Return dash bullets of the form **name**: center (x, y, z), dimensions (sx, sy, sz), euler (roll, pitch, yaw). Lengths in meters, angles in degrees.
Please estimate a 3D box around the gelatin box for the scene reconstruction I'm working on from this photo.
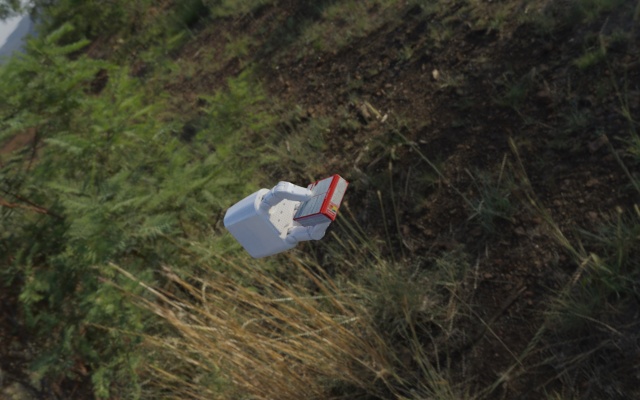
- **gelatin box**: center (0.000, 0.002, 0.785), dimensions (0.030, 0.073, 0.089), euler (35, -27, -24)
